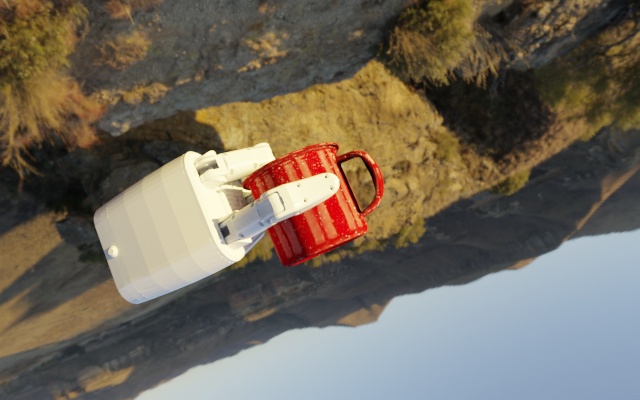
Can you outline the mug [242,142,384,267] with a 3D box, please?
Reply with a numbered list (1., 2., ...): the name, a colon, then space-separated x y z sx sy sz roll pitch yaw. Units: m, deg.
1. mug: 0.001 0.001 0.413 0.117 0.081 0.093 -26 -8 16
